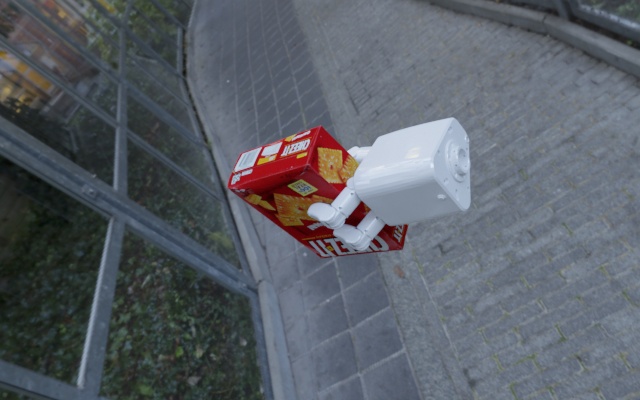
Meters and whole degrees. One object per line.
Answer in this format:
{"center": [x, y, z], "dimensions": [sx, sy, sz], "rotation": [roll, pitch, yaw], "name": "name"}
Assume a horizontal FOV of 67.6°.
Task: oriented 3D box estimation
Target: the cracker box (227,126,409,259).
{"center": [0.000, 0.002, 0.677], "dimensions": [0.164, 0.072, 0.214], "rotation": [-11, -41, 42], "name": "cracker box"}
